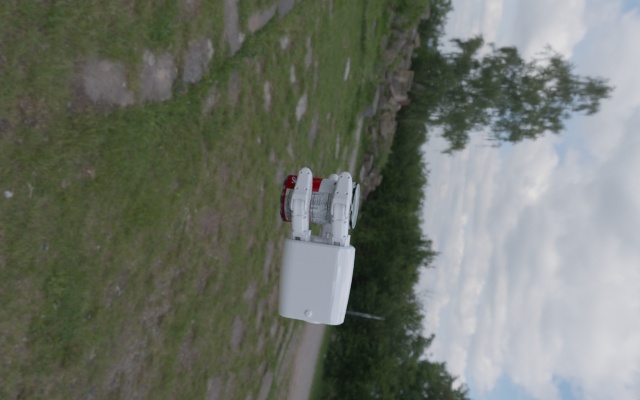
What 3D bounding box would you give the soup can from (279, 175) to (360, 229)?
[{"bbox_3d":[0.000,0.002,0.677,0.102,0.068,0.068,7,1,11],"label":"soup can"}]
